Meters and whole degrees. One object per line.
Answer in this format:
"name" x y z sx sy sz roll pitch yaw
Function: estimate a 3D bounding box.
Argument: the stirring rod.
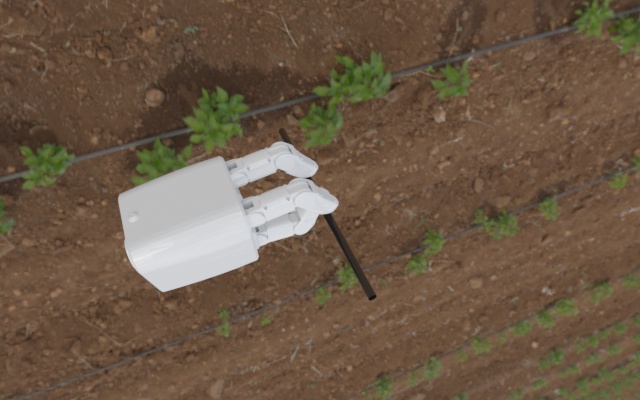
"stirring rod" 0.000 0.002 0.494 0.011 0.239 0.011 -18 -38 -14
